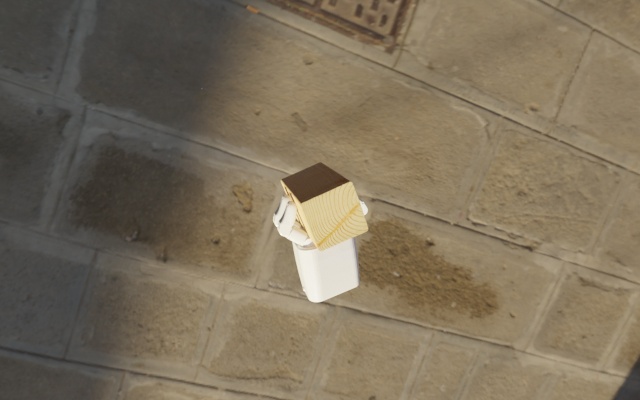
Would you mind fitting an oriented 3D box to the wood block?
[{"bbox_3d":[0.001,0.003,0.846,0.091,0.090,0.206,-23,17,-8],"label":"wood block"}]
